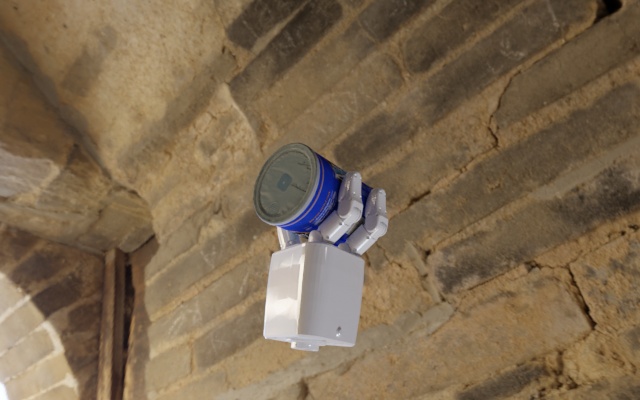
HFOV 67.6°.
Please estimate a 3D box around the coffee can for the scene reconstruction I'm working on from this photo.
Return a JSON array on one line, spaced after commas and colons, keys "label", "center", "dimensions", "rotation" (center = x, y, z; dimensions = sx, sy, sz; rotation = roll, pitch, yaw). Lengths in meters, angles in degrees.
[{"label": "coffee can", "center": [0.000, 0.002, 0.608], "dimensions": [0.103, 0.102, 0.140], "rotation": [0, -20, 42]}]
